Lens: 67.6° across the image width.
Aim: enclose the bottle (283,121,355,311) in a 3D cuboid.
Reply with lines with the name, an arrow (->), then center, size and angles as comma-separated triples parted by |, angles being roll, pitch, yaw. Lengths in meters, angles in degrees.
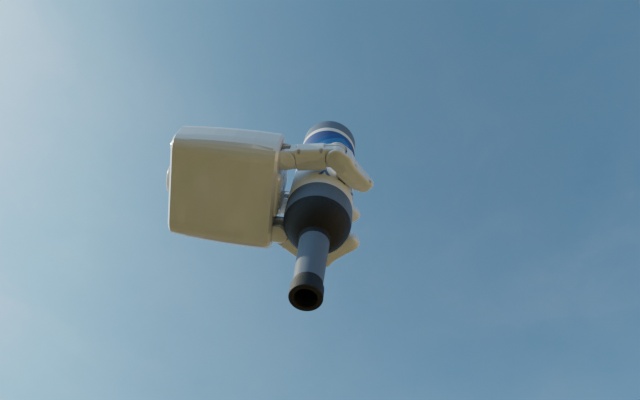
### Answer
bottle -> 0.000, 0.001, 0.493 | 0.069, 0.069, 0.295 | 0, 30, 5
